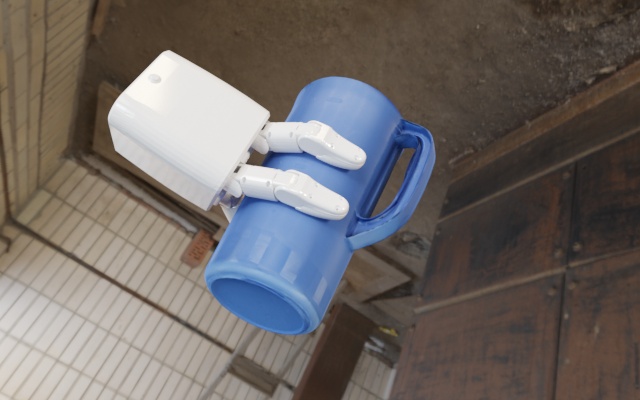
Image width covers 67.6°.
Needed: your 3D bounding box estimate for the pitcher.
[{"bbox_3d":[0.000,0.001,0.464,0.145,0.242,0.149,33,-36,-10],"label":"pitcher"}]
